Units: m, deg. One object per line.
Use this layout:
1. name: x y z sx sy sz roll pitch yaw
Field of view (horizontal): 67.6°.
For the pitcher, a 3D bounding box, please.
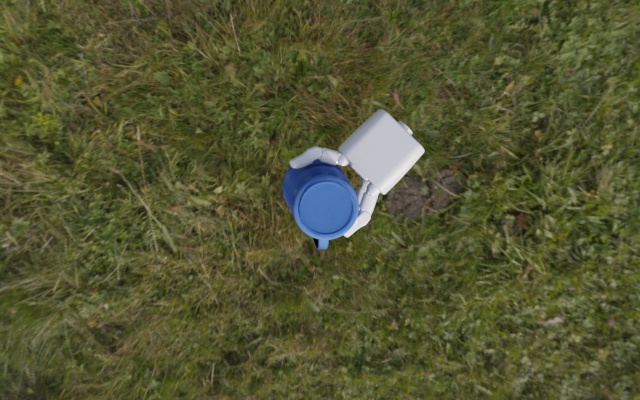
1. pitcher: 0.000 0.003 0.876 0.149 0.145 0.242 43 4 -11
